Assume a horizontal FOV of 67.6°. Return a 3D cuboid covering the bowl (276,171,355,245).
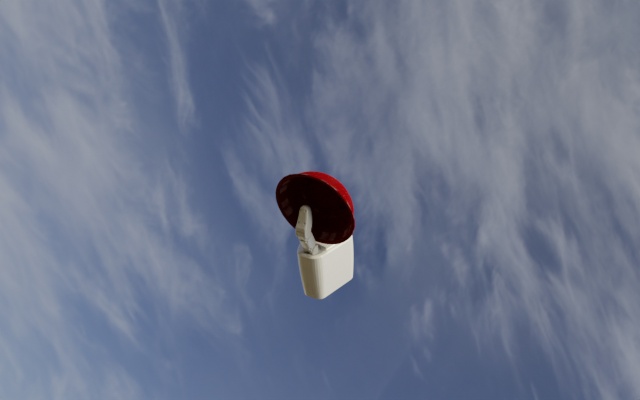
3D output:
[{"bbox_3d":[0.000,0.002,0.868,0.162,0.162,0.055,0,38,37],"label":"bowl"}]
